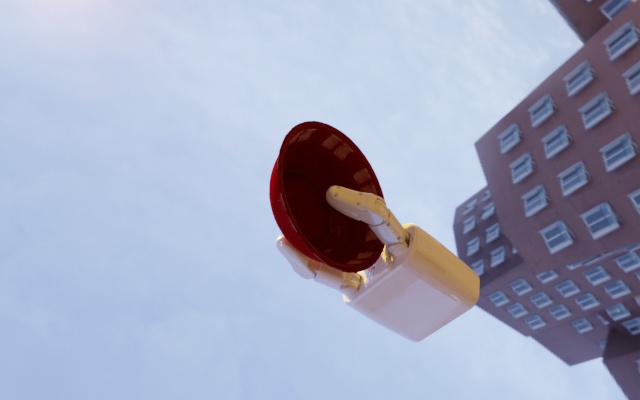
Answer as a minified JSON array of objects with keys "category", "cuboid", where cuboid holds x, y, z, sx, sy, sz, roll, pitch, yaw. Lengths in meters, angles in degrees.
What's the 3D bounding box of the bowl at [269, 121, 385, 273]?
[{"category":"bowl","cuboid":[-0.001,0.001,0.498,0.055,0.162,0.162,-24,-16,39]}]
